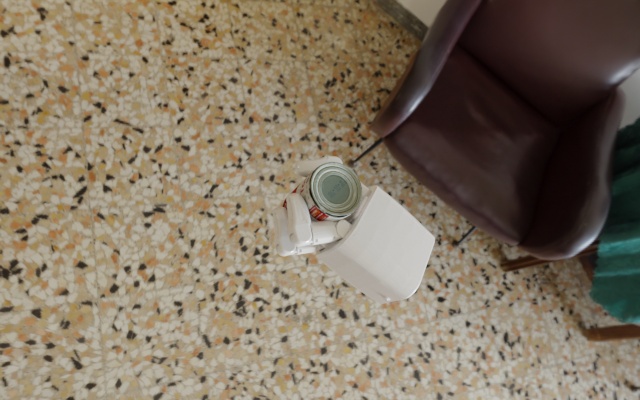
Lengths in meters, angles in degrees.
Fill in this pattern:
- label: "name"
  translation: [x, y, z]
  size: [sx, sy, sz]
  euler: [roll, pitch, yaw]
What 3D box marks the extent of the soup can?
- label: "soup can"
  translation: [0.000, 0.001, 0.584]
  size: [0.068, 0.068, 0.102]
  euler: [0, -17, -23]
